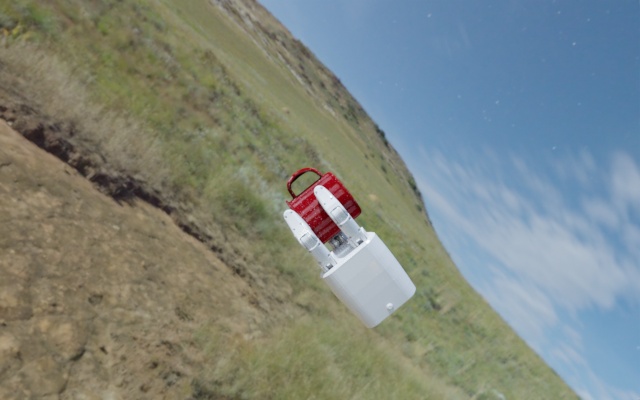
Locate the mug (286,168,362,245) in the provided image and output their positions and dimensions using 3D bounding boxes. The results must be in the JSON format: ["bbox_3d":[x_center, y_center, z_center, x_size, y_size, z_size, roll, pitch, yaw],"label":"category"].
[{"bbox_3d":[-0.001,0.001,0.718,0.081,0.117,0.093,-39,9,-1],"label":"mug"}]
